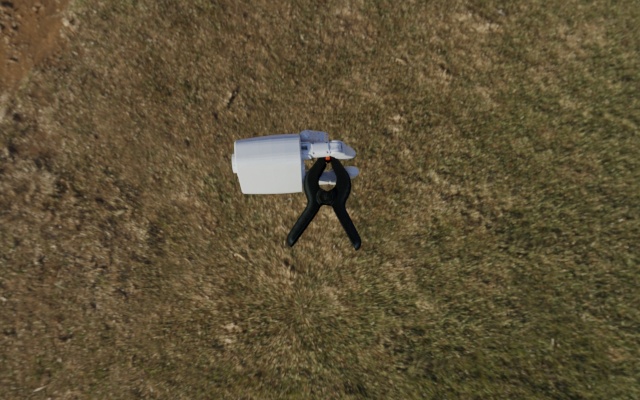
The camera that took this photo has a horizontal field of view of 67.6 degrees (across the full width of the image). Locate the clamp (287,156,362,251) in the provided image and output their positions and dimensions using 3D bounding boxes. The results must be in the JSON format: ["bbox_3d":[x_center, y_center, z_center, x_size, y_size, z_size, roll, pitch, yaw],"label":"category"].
[{"bbox_3d":[0.000,0.002,0.787,0.120,0.171,0.039,-4,-13,-3],"label":"clamp"}]
